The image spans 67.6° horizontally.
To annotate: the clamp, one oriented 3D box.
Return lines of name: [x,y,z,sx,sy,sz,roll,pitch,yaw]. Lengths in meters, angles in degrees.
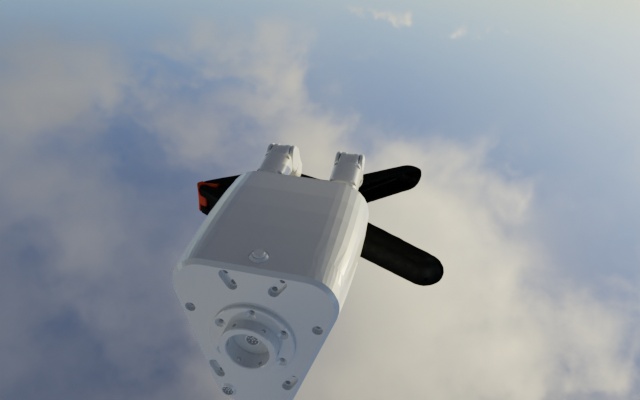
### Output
clamp: [-0.001,0.002,0.422,0.210,0.036,0.164,9,30,8]
